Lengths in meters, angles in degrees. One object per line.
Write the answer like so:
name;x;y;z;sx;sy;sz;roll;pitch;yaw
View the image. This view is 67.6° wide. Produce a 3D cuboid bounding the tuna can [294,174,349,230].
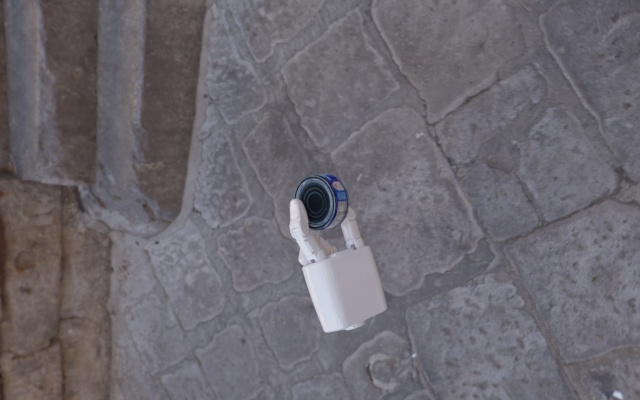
tuna can;0.000;0.002;0.731;0.086;0.086;0.034;0;4;40
